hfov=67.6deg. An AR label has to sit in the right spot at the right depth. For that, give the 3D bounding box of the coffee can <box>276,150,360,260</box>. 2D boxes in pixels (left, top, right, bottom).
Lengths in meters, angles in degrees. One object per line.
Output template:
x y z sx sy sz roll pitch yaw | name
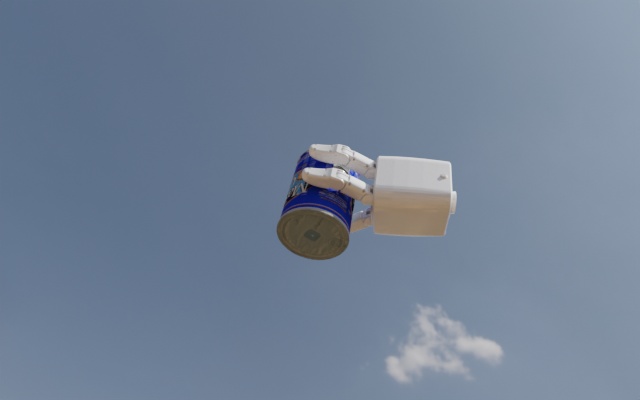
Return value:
0.000 0.002 0.710 0.103 0.103 0.140 0 43 13 | coffee can
